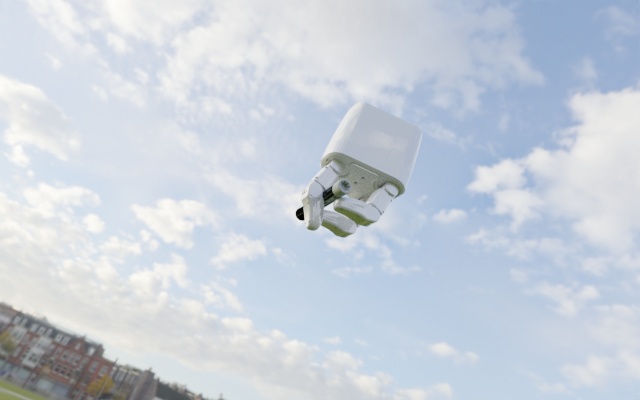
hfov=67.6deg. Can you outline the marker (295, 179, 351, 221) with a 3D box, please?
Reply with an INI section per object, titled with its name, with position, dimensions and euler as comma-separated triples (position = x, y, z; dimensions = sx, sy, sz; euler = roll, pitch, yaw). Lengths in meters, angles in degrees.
[marker]
position = 0.000, 0.002, 0.613
dimensions = 0.020, 0.020, 0.121
euler = 0, -19, -30
